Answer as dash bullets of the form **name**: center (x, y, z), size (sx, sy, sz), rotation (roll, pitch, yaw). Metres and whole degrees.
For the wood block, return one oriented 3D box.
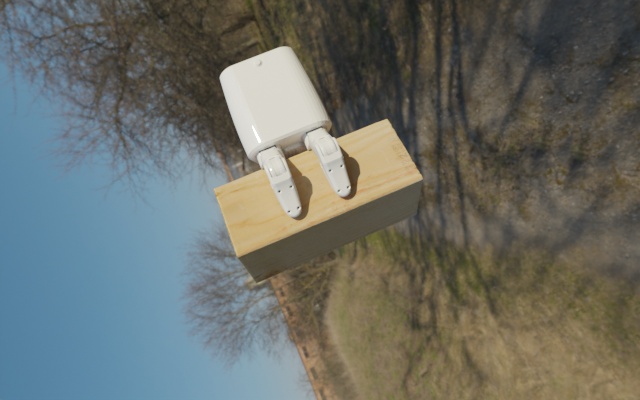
- **wood block**: center (0.000, 0.002, 0.541), size (0.206, 0.090, 0.091), rotation (-23, -27, -5)
